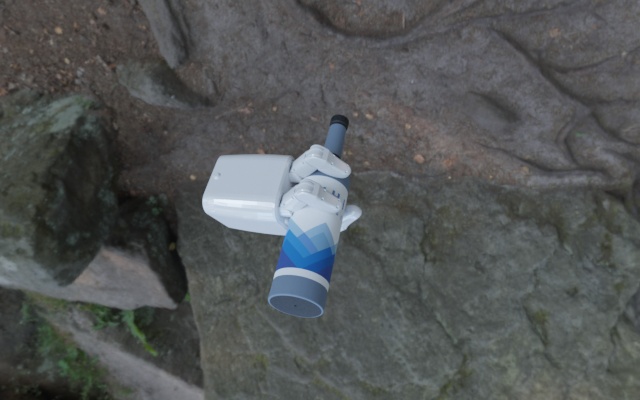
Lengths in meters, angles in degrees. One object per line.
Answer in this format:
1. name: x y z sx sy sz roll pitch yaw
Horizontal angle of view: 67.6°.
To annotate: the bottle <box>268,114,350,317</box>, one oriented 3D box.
1. bottle: 0.000 0.002 0.631 0.069 0.295 0.069 10 -33 6
